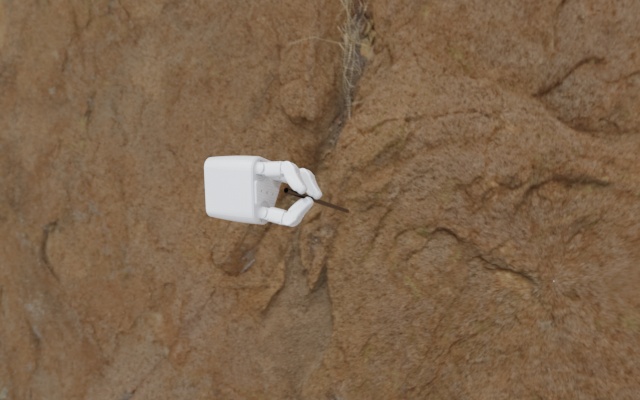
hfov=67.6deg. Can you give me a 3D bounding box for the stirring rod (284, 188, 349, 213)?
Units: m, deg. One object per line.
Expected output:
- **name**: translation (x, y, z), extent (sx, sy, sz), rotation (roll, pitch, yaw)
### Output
- **stirring rod**: translation (0.000, 0.003, 0.826), extent (0.011, 0.011, 0.239), rotation (0, -9, 26)
